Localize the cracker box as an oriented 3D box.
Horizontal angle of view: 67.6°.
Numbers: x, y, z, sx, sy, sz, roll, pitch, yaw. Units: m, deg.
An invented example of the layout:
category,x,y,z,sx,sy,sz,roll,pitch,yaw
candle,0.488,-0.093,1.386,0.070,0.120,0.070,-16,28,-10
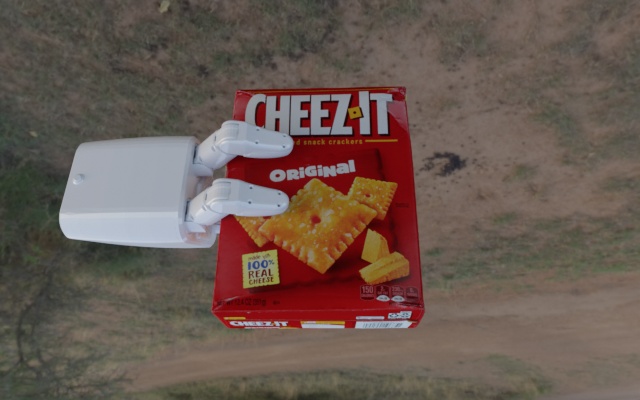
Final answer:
category,x,y,z,sx,sy,sz,roll,pitch,yaw
cracker box,0.000,0.002,0.425,0.164,0.213,0.072,0,-25,2
